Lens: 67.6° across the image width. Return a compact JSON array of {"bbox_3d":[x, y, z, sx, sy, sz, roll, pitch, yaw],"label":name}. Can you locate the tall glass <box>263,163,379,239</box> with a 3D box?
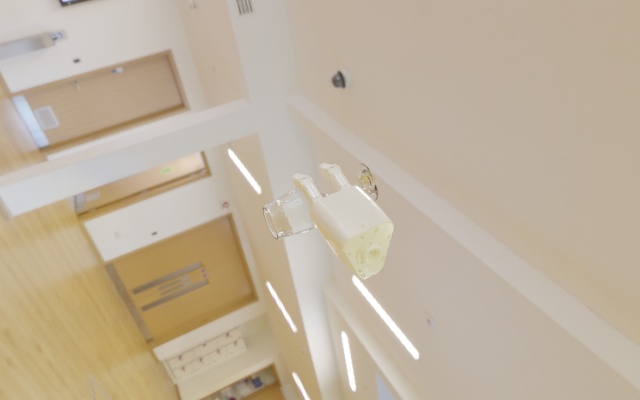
[{"bbox_3d":[0.001,0.003,0.857,0.201,0.079,0.079,-23,7,-17],"label":"tall glass"}]
